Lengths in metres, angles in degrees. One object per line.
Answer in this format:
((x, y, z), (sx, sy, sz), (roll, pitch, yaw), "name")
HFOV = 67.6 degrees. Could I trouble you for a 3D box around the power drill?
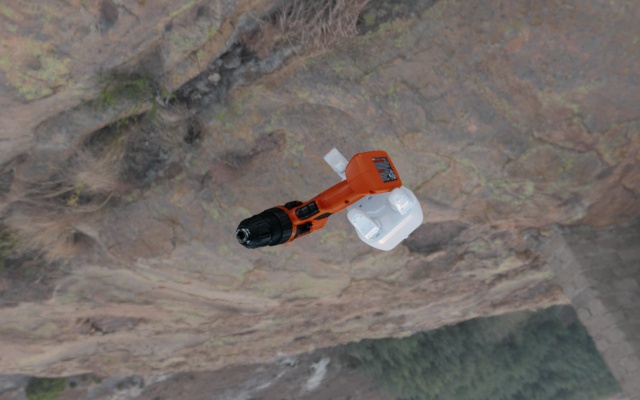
((0.001, 0.002, 0.626), (0.188, 0.057, 0.184), (-28, -6, 31), "power drill")
